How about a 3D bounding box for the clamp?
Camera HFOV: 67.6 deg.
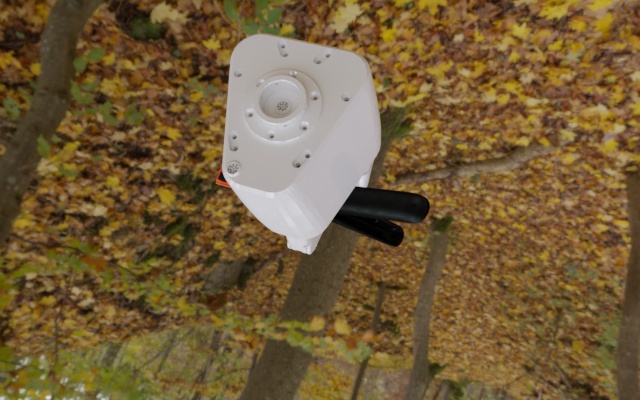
[{"bbox_3d":[-0.001,0.002,0.482,0.210,0.036,0.165,15,-13,12],"label":"clamp"}]
